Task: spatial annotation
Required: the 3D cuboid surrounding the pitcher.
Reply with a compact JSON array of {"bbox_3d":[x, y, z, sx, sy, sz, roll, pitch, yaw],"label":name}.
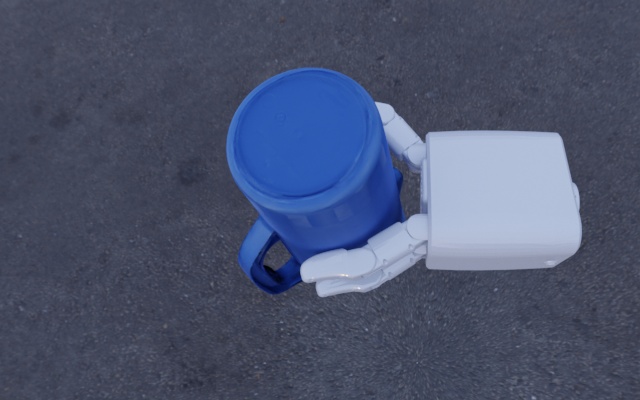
[{"bbox_3d":[0.000,0.001,0.421,0.145,0.149,0.243,1,-18,11],"label":"pitcher"}]
